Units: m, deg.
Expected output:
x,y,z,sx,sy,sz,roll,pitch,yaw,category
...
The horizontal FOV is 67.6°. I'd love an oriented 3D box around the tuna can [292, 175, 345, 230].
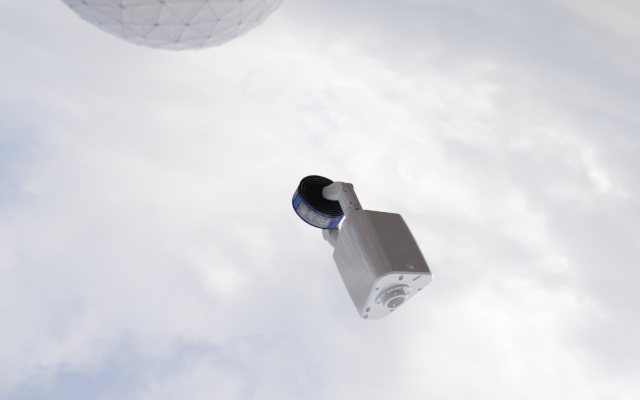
x,y,z,sx,sy,sz,roll,pitch,yaw,category
0.000,0.003,0.727,0.086,0.086,0.034,0,-42,-34,tuna can
